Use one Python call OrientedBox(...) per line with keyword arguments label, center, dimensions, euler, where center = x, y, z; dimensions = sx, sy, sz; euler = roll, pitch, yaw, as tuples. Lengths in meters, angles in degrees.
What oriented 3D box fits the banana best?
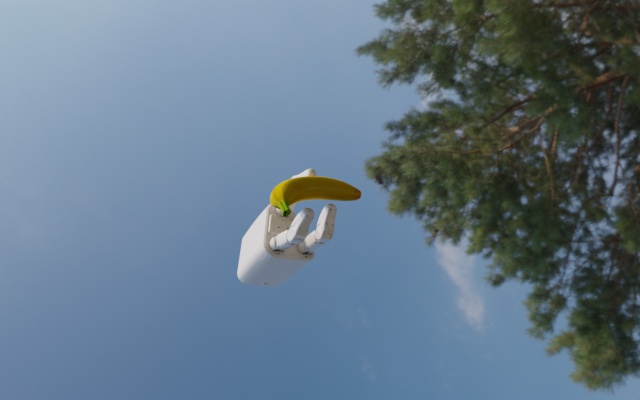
OrientedBox(label="banana", center=(-0.014, -0.009, 0.728), dimensions=(0.069, 0.037, 0.198), euler=(45, 33, 22))
